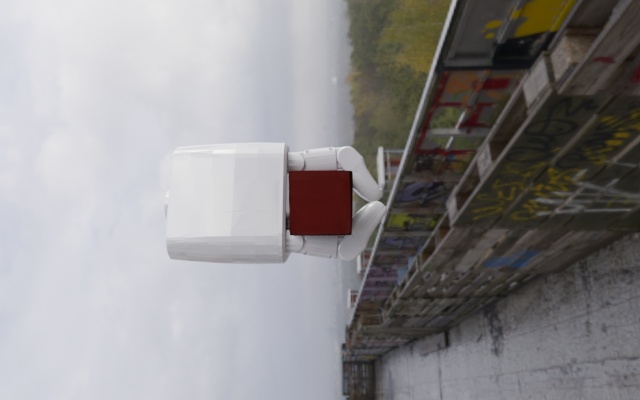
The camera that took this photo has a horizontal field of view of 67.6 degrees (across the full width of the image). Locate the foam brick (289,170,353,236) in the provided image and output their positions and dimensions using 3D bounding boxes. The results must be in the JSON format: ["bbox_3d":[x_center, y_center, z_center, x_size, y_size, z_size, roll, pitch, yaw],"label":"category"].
[{"bbox_3d":[0.000,0.001,0.413,0.051,0.053,0.078,0,1,0],"label":"foam brick"}]
